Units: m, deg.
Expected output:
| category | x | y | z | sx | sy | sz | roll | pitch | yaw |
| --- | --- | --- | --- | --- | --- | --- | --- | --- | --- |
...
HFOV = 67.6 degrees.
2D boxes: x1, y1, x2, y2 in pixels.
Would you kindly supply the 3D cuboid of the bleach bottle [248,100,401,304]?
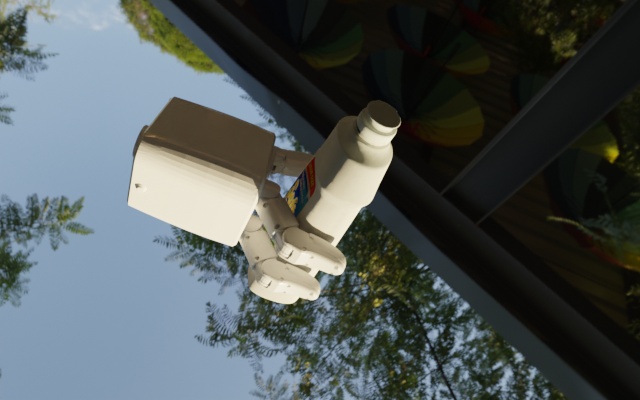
| category | x | y | z | sx | sy | sz | roll | pitch | yaw |
| --- | --- | --- | --- | --- | --- | --- | --- | --- | --- |
| bleach bottle | 0.000 | 0.002 | 0.447 | 0.068 | 0.102 | 0.251 | 21 | -42 | -12 |
